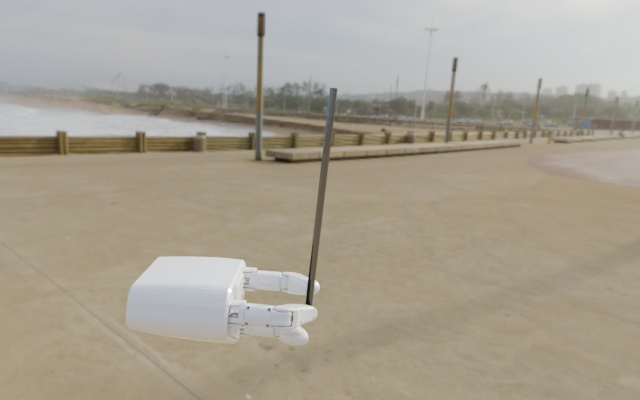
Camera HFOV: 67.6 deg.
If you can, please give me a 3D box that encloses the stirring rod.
[{"bbox_3d":[0.000,0.002,0.514,0.011,0.239,0.011,6,11,-1],"label":"stirring rod"}]
